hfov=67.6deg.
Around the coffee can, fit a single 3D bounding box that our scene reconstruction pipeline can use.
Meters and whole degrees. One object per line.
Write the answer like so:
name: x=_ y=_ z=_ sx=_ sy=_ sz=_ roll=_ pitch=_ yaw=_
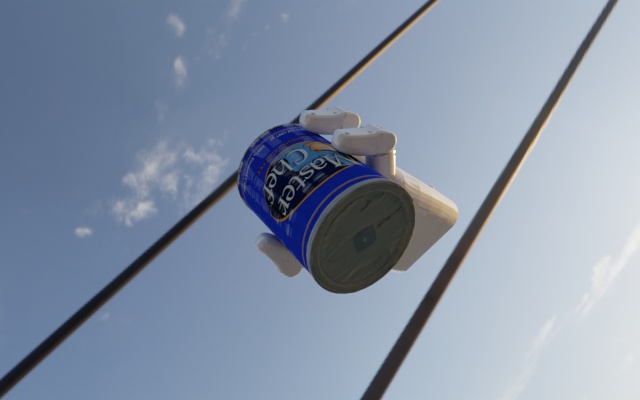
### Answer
coffee can: x=0.000 y=0.001 z=0.428 sx=0.103 sy=0.103 sz=0.140 roll=0 pitch=26 yaw=-35
